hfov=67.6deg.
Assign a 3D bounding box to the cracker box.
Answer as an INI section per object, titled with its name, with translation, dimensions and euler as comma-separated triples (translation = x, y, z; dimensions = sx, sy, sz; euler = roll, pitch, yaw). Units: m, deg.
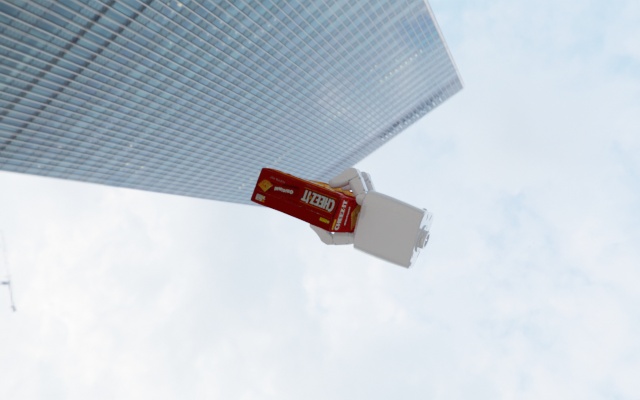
[cracker box]
translation = 0.000, 0.003, 0.888
dimensions = 0.164, 0.072, 0.214
euler = 20, 4, 24
